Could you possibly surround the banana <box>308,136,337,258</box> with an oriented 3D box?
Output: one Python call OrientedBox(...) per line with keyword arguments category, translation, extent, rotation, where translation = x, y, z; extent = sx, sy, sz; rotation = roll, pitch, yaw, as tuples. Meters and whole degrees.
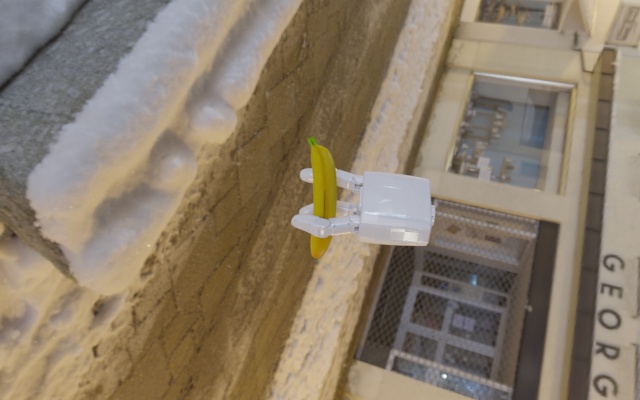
OrientedBox(category="banana", translation=(0.004, 0.003, 0.738), extent=(0.037, 0.198, 0.069), rotation=(-2, 12, -10))
